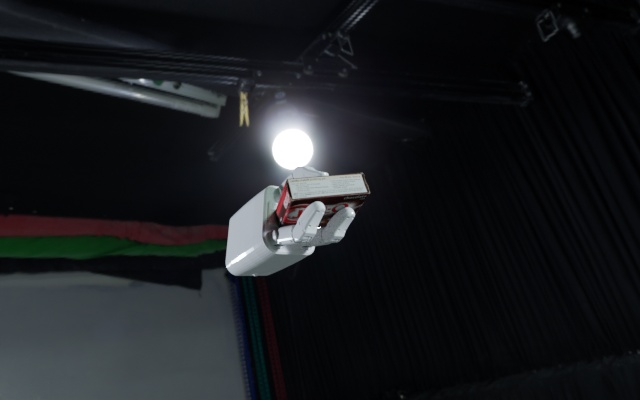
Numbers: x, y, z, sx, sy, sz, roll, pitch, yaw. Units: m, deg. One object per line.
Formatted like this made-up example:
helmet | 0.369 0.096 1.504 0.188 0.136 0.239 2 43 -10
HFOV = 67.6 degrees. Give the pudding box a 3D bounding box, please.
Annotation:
pudding box | 0.000 0.002 0.661 0.113 0.039 0.090 -8 -25 -19
